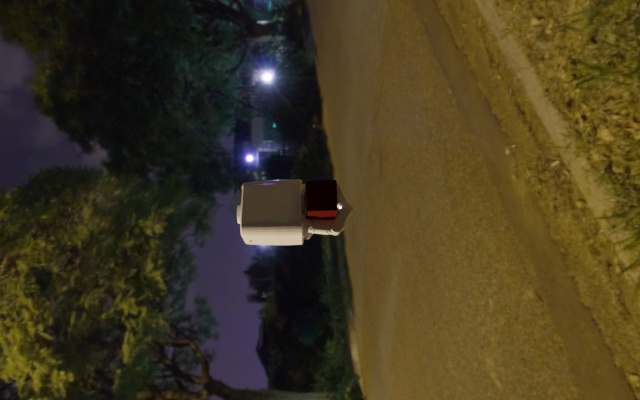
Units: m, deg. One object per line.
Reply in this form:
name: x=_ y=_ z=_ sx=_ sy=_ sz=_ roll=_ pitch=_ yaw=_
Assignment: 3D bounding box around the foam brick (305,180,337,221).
foam brick: x=0.000 y=0.002 z=0.802 sx=0.051 sy=0.053 sz=0.078 roll=-1 pitch=-17 yaw=-3
